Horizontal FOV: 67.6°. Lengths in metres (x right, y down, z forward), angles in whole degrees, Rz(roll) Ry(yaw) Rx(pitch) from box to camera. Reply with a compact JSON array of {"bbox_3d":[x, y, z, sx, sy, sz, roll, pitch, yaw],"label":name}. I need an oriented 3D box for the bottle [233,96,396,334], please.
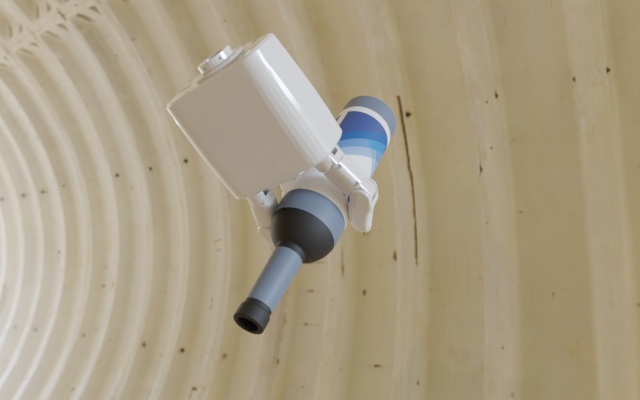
[{"bbox_3d":[0.000,0.001,0.473,0.069,0.069,0.295,0,41,32],"label":"bottle"}]
